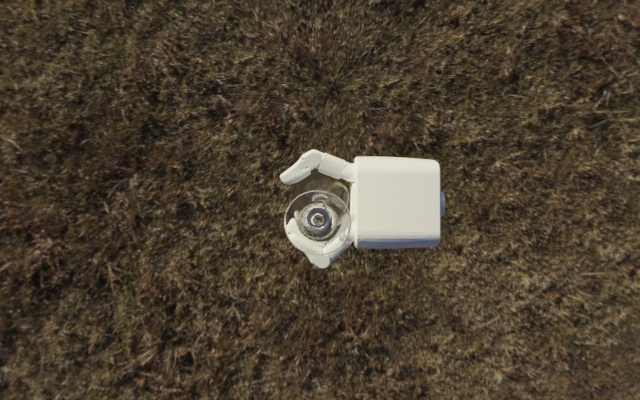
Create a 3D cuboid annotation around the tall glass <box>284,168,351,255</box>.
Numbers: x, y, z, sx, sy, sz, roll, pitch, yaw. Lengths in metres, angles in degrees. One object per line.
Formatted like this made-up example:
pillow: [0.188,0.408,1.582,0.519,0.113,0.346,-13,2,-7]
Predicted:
tall glass: [0.000,0.002,0.619,0.079,0.079,0.201,0,13,1]
